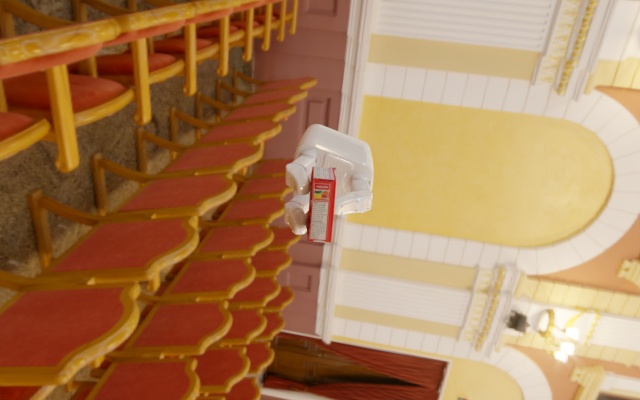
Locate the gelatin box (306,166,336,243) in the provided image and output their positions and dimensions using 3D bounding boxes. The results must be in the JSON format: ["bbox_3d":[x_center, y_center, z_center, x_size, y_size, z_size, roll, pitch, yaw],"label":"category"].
[{"bbox_3d":[0.001,0.002,0.569,0.030,0.073,0.089,4,14,-2],"label":"gelatin box"}]
